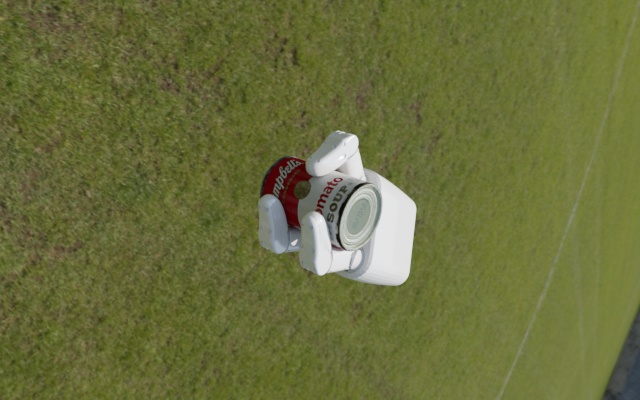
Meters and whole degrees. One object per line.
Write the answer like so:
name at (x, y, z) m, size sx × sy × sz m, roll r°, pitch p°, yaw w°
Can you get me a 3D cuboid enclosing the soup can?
soup can at (0.000, 0.001, 0.462) m, size 0.102 × 0.068 × 0.068 m, roll 21°, pitch 13°, yaw 37°
